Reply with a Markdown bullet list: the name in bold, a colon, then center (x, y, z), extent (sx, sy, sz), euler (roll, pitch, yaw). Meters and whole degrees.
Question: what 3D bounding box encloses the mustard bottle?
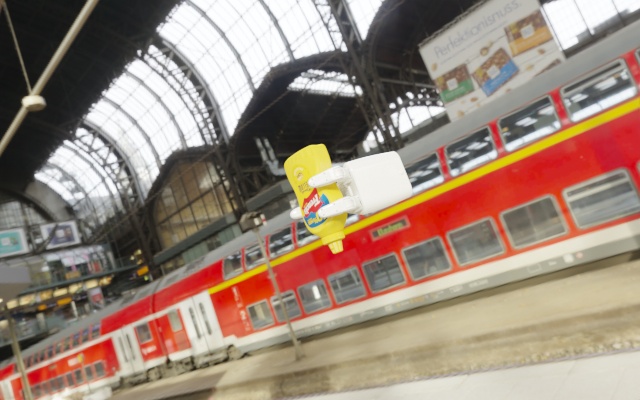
- **mustard bottle**: center (0.000, 0.003, 0.861), extent (0.058, 0.191, 0.096), euler (-12, -11, -44)
